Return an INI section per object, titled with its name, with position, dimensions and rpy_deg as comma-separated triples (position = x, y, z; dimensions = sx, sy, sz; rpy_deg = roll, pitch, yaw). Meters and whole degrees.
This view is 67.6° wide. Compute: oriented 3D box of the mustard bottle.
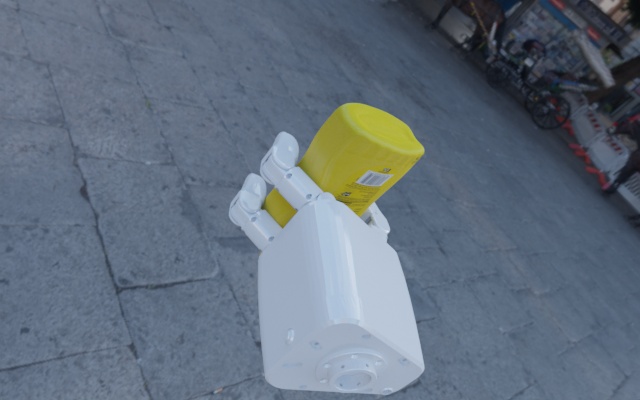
[mustard bottle]
position = 0.000, 0.001, 0.437
dimensions = 0.096, 0.058, 0.192
rpy_deg = 5, -43, -45
